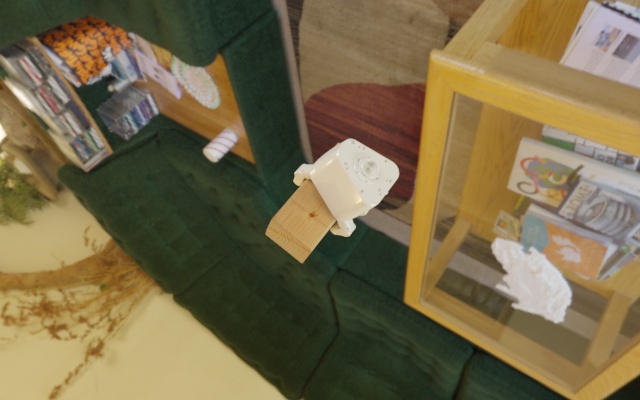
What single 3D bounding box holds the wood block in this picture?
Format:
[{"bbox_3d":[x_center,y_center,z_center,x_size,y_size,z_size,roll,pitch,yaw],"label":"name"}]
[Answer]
[{"bbox_3d":[0.000,0.003,0.897,0.091,0.206,0.090,39,-26,3],"label":"wood block"}]
